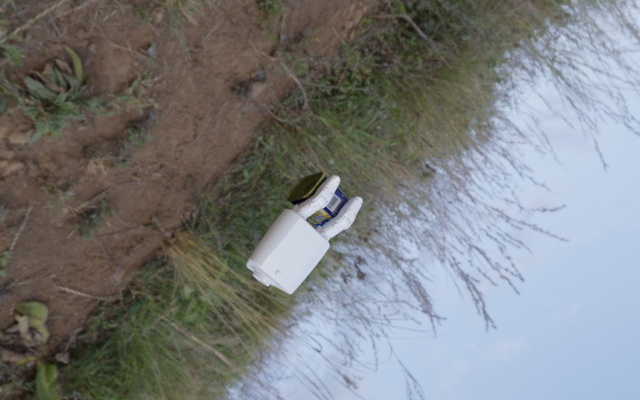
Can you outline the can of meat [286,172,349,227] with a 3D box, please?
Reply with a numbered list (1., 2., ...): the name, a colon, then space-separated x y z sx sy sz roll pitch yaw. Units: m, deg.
1. can of meat: 0.000 0.003 0.830 0.084 0.057 0.102 44 -23 -17
